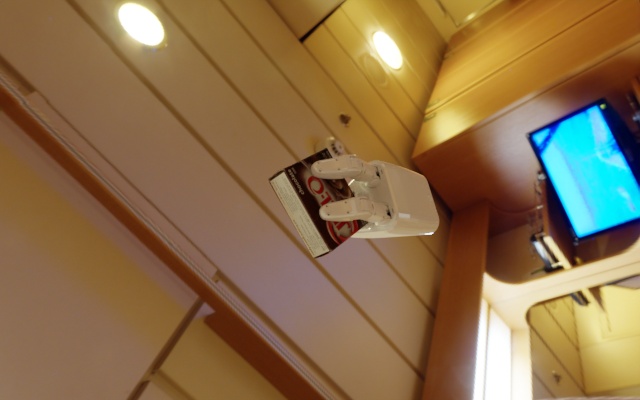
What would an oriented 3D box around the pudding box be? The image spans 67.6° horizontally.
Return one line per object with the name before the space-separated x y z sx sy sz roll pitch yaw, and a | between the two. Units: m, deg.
pudding box | 0.000 0.002 0.584 0.039 0.113 0.090 -31 0 41
